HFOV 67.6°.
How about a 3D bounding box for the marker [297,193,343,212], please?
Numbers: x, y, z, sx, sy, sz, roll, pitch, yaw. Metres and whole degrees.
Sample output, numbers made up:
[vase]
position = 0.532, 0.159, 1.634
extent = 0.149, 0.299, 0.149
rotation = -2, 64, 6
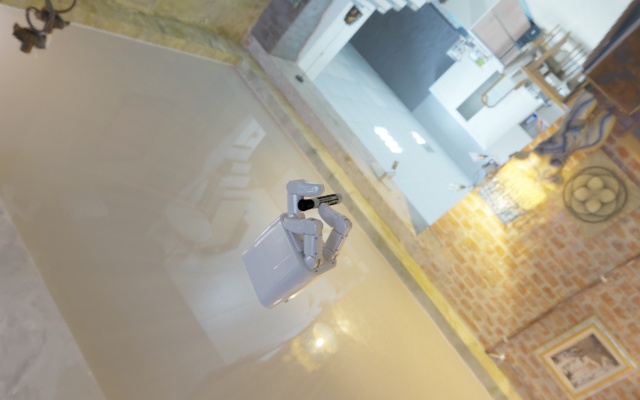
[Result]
[marker]
position = 0.000, 0.002, 0.750
extent = 0.020, 0.020, 0.121
rotation = 0, 5, 29
